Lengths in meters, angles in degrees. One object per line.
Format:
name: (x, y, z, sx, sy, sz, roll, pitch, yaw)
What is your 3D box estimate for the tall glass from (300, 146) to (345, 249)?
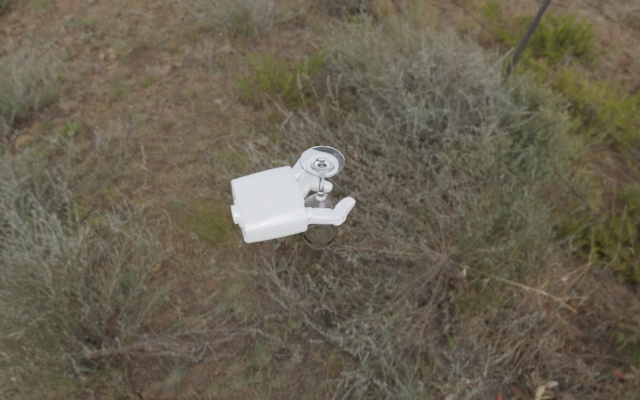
tall glass: (0.000, 0.002, 0.856, 0.079, 0.079, 0.201, 0, -43, -2)
